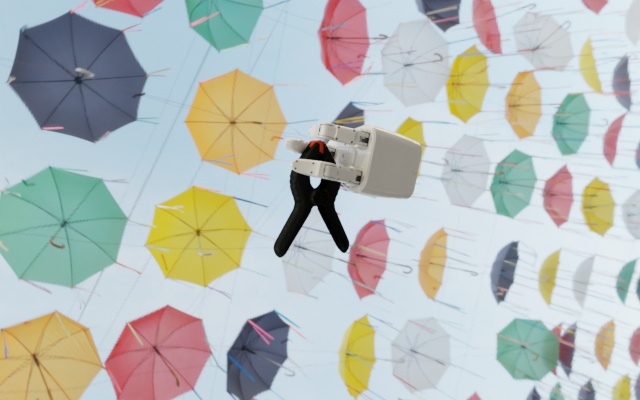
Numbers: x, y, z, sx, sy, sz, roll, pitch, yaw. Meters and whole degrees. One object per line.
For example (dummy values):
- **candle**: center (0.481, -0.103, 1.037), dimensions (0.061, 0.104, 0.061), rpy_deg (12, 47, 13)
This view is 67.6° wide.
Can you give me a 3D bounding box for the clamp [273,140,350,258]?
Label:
- **clamp**: center (0.000, 0.002, 0.687), dimensions (0.120, 0.171, 0.039), rpy_deg (9, 3, -37)
